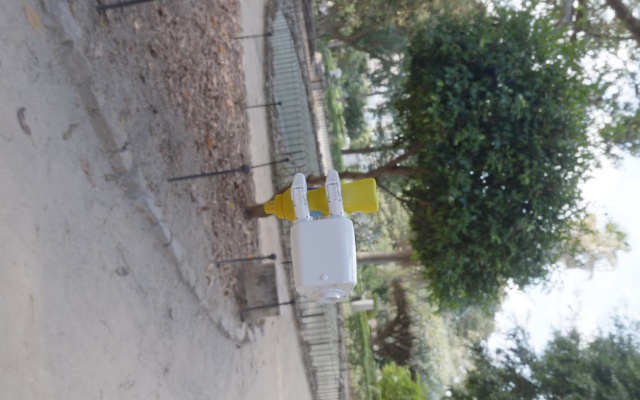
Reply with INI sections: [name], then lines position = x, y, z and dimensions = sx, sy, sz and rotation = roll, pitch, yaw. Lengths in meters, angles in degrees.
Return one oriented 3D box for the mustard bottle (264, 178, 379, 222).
[mustard bottle]
position = 0.000, 0.002, 0.809
dimensions = 0.191, 0.058, 0.096
rotation = -7, -4, 5
